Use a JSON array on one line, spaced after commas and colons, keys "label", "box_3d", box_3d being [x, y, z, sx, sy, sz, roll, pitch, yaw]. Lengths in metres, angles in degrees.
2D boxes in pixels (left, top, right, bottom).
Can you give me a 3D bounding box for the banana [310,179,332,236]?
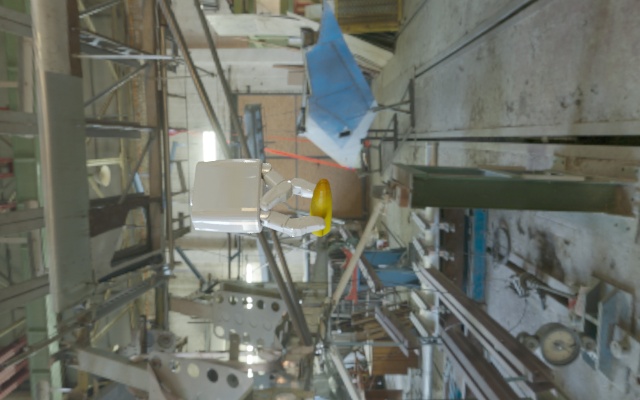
[{"label": "banana", "box_3d": [0.000, 0.022, 0.799, 0.037, 0.069, 0.198, 0, -13, 0]}]
